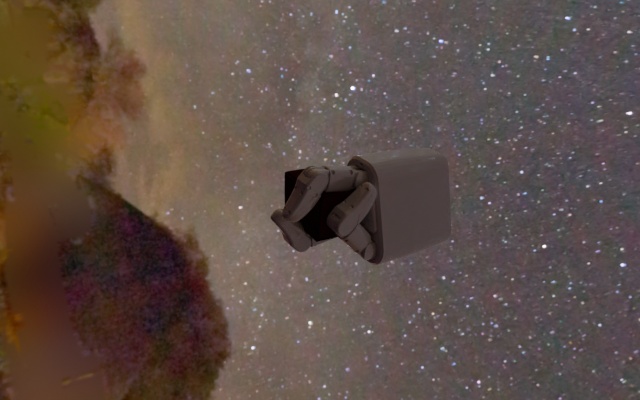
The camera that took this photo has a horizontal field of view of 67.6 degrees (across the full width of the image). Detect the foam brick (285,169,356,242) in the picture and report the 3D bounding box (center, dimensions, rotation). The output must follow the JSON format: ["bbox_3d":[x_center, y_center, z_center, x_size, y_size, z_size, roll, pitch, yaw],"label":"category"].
[{"bbox_3d":[0.000,0.002,0.523,0.051,0.053,0.078,-12,30,-28],"label":"foam brick"}]
